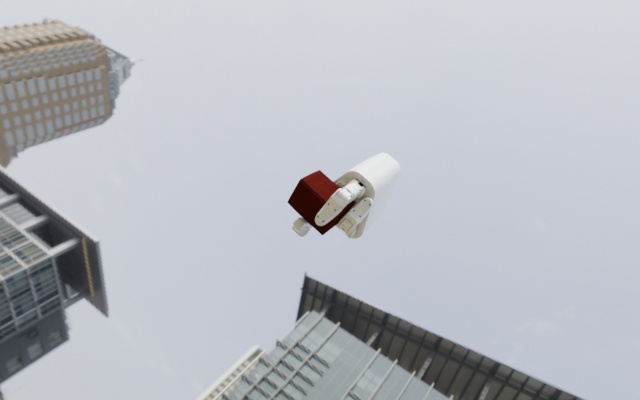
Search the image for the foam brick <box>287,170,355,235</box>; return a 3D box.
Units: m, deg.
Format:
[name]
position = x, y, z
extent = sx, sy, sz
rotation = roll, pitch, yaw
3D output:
[foam brick]
position = 0.000, 0.002, 0.721
extent = 0.051, 0.078, 0.053
rotation = -35, -16, -49
